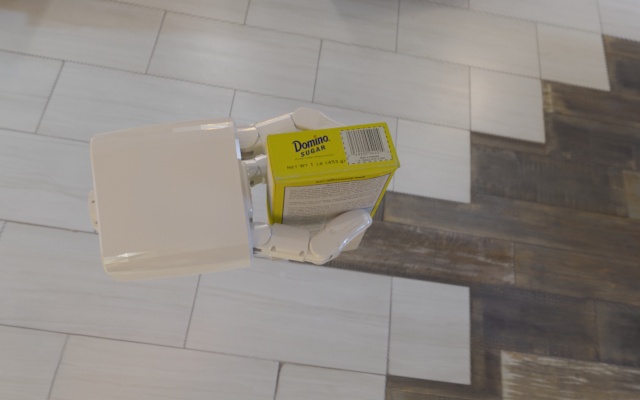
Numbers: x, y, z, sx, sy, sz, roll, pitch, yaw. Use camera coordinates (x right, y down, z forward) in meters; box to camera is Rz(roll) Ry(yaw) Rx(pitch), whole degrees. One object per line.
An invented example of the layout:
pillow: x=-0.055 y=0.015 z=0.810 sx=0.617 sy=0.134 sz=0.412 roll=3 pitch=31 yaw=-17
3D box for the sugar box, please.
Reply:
sugar box: x=0.000 y=0.001 z=0.415 sx=0.093 sy=0.048 sz=0.176 roll=-7 pitch=-22 yaw=-11
